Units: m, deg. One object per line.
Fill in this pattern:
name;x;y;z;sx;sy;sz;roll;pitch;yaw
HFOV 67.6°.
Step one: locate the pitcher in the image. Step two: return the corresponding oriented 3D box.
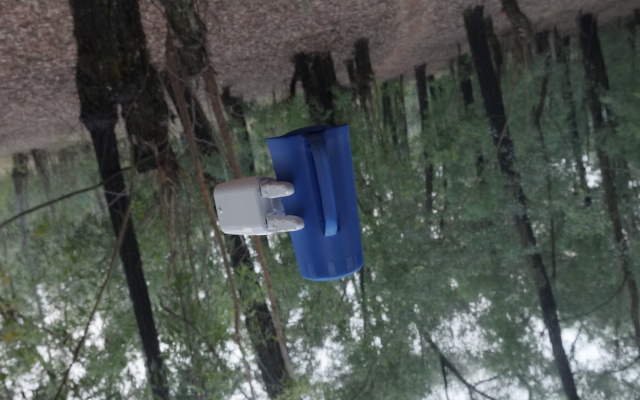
pitcher;0.000;0.003;0.767;0.145;0.243;0.149;-4;11;36
